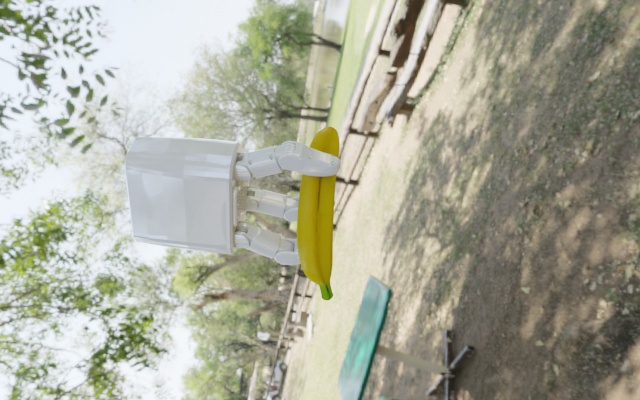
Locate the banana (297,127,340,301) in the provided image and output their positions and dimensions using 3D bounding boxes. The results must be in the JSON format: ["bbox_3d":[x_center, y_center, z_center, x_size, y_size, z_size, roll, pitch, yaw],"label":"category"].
[{"bbox_3d":[-0.002,-0.002,0.494,0.037,0.197,0.070,2,-21,6],"label":"banana"}]
